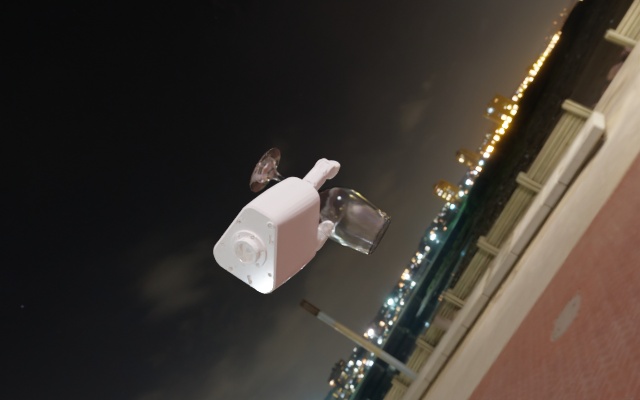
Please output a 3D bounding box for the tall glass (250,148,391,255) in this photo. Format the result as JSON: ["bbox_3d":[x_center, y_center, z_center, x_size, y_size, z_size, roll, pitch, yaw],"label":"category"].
[{"bbox_3d":[0.000,0.002,0.691,0.201,0.079,0.079,30,8,14],"label":"tall glass"}]
